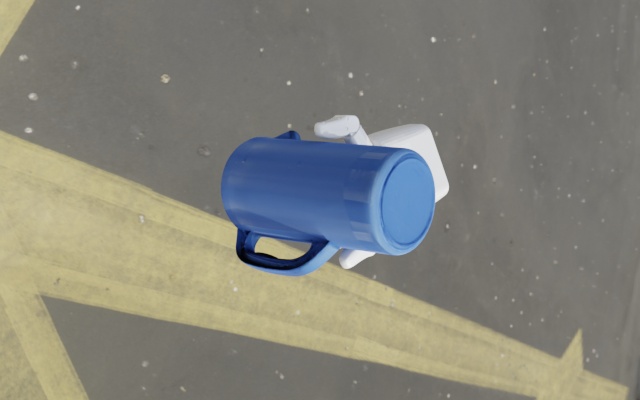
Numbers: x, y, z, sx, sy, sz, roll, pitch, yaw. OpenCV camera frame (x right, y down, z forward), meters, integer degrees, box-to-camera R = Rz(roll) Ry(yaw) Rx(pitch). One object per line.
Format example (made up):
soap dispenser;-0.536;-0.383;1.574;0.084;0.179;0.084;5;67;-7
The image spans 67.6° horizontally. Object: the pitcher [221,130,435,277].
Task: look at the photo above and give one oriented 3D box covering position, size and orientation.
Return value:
pitcher;0.000;0.002;0.552;0.145;0.149;0.243;-24;21;-40
